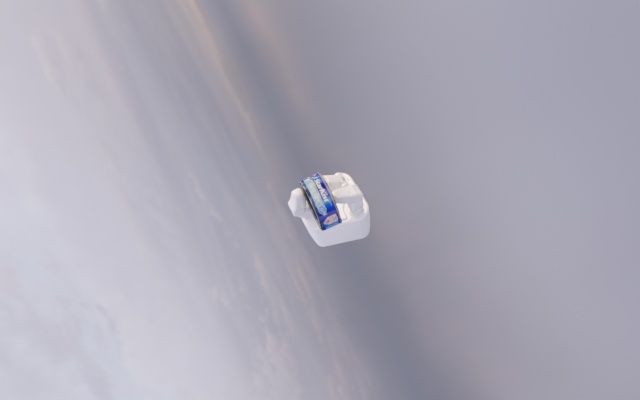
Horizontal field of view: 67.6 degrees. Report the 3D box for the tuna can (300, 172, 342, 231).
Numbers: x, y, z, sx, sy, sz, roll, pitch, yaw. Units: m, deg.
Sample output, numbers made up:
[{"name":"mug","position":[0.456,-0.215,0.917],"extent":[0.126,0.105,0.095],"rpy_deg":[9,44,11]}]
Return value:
[{"name":"tuna can","position":[0.000,0.003,0.728],"extent":[0.034,0.086,0.086],"rpy_deg":[-24,2,-5]}]
